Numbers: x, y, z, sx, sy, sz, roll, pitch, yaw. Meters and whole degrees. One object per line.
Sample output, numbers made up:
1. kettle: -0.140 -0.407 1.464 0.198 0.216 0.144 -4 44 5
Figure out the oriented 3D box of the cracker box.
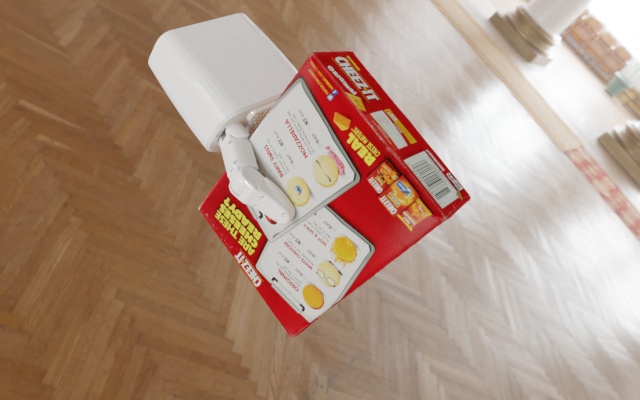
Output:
1. cracker box: 0.000 0.001 0.434 0.072 0.164 0.214 -25 -17 -50
